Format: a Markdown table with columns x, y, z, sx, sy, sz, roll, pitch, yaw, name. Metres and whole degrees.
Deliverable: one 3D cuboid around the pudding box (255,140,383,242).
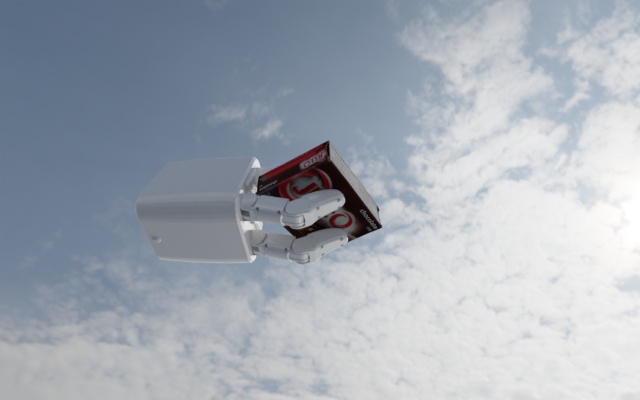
| x | y | z | sx | sy | sz | roll | pitch | yaw | name |
| --- | --- | --- | --- | --- | --- | --- | --- | --- | --- |
| 0.000 | 0.002 | 0.508 | 0.090 | 0.039 | 0.113 | -25 | -51 | 22 | pudding box |
